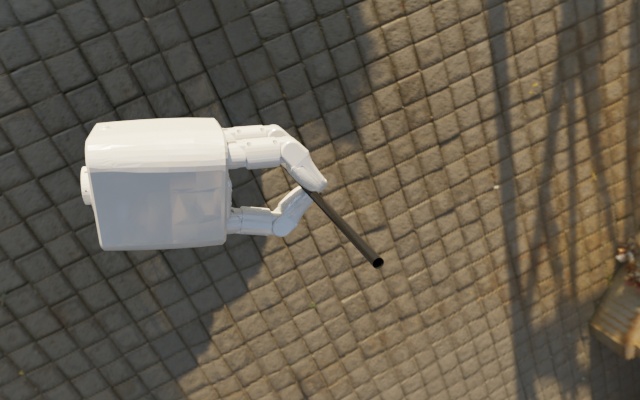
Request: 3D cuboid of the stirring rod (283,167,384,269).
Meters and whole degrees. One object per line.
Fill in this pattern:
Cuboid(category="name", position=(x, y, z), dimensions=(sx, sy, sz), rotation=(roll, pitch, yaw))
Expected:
Cuboid(category="stirring rod", position=(0.000, 0.001, 0.414), dimensions=(0.011, 0.011, 0.239), rotation=(0, 19, -19))
